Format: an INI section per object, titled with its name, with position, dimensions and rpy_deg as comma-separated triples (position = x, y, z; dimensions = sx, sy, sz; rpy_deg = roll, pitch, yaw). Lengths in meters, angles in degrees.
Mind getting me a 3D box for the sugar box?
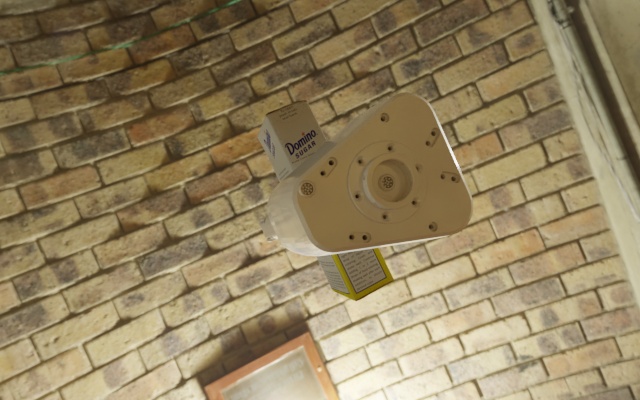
[sugar box]
position = 0.001, 0.001, 0.446
dimensions = 0.048, 0.176, 0.093
rpy_deg = -24, 1, -13
